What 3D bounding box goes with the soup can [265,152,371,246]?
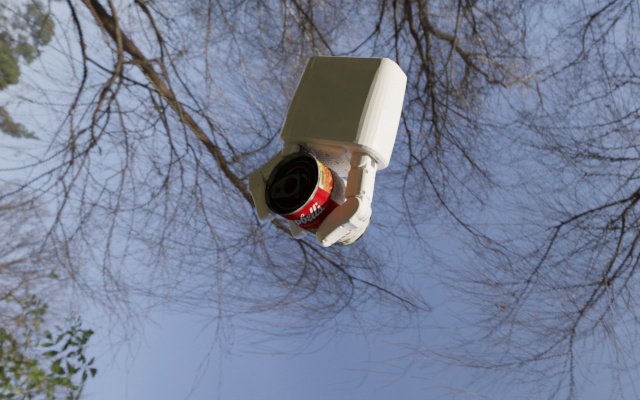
[{"bbox_3d":[0.000,0.002,0.502,0.068,0.068,0.102,0,-22,38],"label":"soup can"}]
